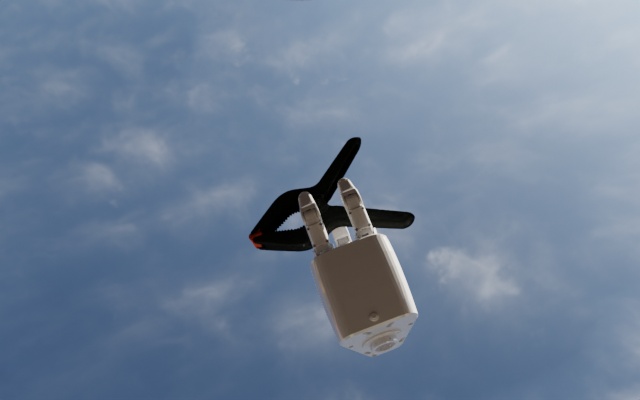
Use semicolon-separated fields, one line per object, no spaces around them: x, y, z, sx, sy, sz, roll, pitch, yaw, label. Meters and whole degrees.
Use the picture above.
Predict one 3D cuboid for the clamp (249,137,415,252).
0.000;0.003;0.649;0.210;0.164;0.036;-21;-36;0;clamp
